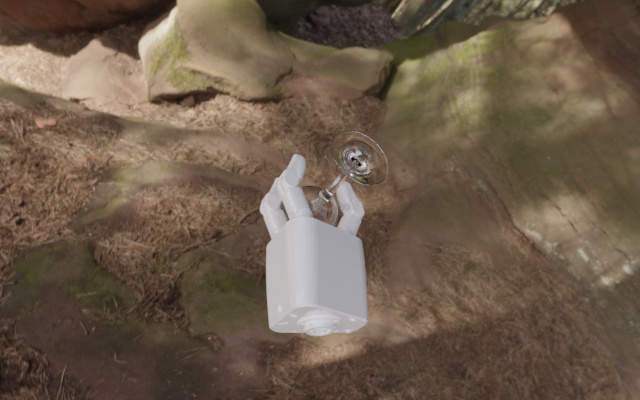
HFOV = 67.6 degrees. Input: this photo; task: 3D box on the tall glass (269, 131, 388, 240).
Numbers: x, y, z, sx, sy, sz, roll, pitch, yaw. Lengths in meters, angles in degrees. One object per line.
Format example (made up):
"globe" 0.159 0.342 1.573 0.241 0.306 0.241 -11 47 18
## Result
"tall glass" 0.000 0.002 0.608 0.079 0.079 0.201 0 -30 -31
